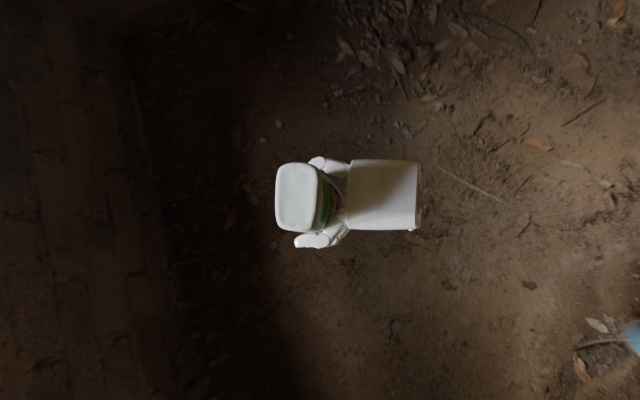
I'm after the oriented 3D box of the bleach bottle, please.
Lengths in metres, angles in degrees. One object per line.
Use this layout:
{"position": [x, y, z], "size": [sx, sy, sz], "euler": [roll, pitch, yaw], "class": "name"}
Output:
{"position": [0.000, 0.003, 0.796], "size": [0.068, 0.102, 0.251], "euler": [2, -2, 16], "class": "bleach bottle"}
